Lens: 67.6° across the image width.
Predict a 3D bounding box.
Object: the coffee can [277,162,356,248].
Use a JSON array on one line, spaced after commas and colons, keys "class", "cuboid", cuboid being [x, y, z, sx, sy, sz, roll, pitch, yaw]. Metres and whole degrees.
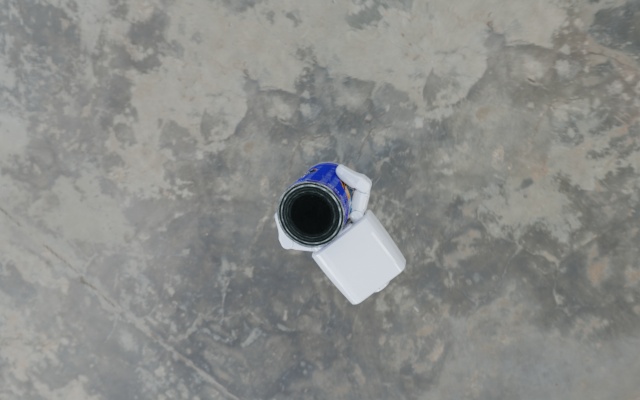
[{"class": "coffee can", "cuboid": [0.000, 0.002, 0.758, 0.103, 0.103, 0.140, 0, 16, 13]}]
